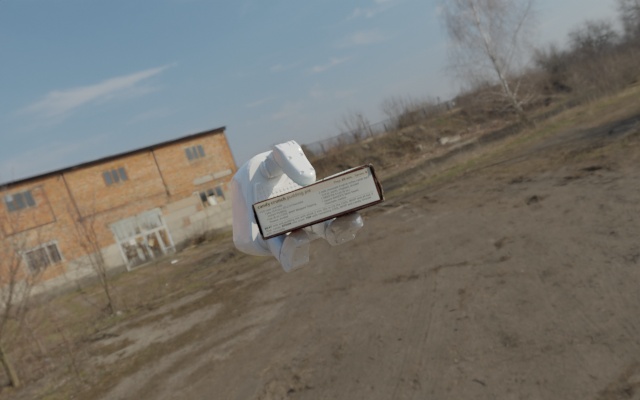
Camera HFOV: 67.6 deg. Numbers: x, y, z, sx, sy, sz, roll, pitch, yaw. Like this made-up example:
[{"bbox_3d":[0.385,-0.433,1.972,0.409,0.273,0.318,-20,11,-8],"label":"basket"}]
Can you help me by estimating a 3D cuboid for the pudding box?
[{"bbox_3d":[0.000,0.001,0.448,0.113,0.039,0.090,-20,0,5],"label":"pudding box"}]
